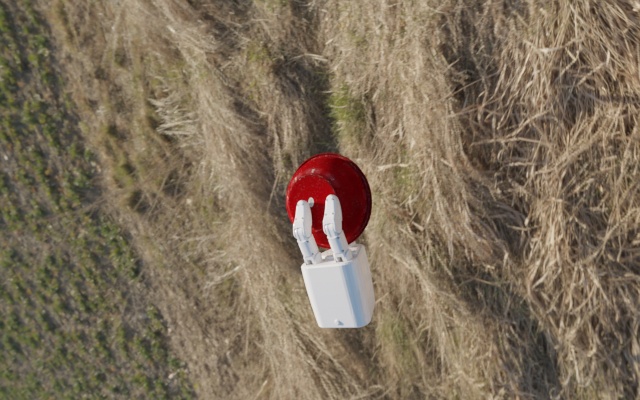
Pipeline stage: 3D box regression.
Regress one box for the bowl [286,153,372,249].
[{"bbox_3d":[-0.001,0.001,0.777,0.162,0.162,0.055,0,4,30],"label":"bowl"}]
